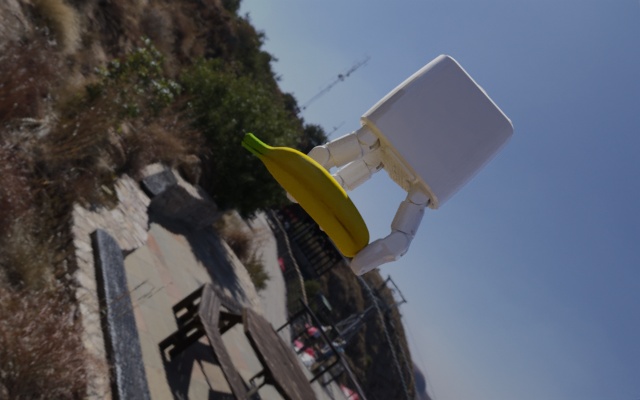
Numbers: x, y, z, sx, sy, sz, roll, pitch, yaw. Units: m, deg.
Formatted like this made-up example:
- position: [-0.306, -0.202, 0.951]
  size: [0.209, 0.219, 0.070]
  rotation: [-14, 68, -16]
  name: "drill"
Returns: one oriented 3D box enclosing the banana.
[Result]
- position: [0.008, 0.008, 0.434]
  size: [0.069, 0.037, 0.198]
  rotation: [42, -6, 45]
  name: "banana"
